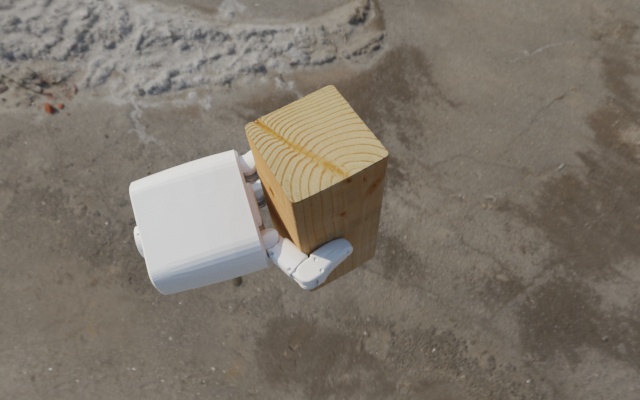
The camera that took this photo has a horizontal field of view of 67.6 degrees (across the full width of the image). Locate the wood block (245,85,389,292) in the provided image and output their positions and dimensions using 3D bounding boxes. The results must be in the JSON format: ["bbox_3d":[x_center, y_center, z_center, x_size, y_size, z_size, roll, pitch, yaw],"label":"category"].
[{"bbox_3d":[0.000,0.002,0.476,0.090,0.090,0.206,-28,-27,-12],"label":"wood block"}]
